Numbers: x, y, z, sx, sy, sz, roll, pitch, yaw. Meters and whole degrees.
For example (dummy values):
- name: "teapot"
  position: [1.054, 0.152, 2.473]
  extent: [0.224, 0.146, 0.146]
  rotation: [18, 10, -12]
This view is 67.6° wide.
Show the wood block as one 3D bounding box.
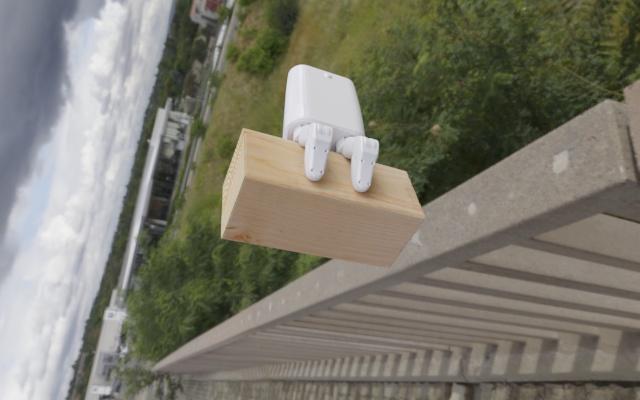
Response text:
- name: "wood block"
  position: [0.000, 0.002, 0.546]
  extent: [0.206, 0.091, 0.090]
  rotation: [12, 38, -20]
